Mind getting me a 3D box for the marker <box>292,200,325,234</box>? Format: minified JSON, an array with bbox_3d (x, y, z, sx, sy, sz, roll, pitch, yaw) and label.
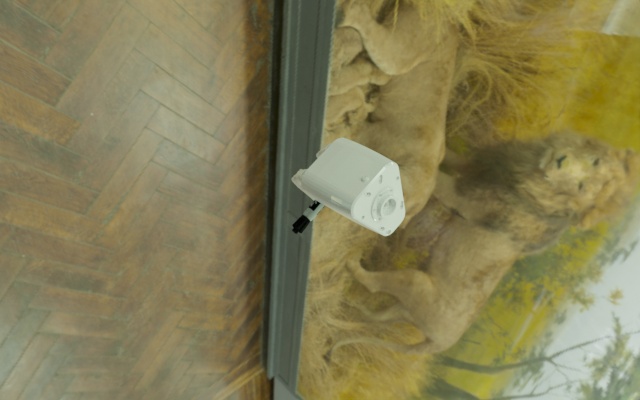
[{"bbox_3d":[0.000,0.002,0.717,0.020,0.121,0.020,40,-11,9],"label":"marker"}]
